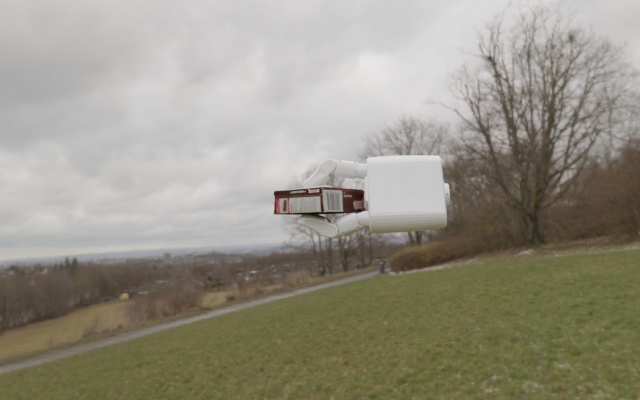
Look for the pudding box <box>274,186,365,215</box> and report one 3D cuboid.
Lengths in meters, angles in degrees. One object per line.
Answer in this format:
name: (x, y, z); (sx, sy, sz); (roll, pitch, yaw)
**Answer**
pudding box: (0.000, 0.002, 0.703); (0.090, 0.039, 0.113); (-4, -5, 35)
